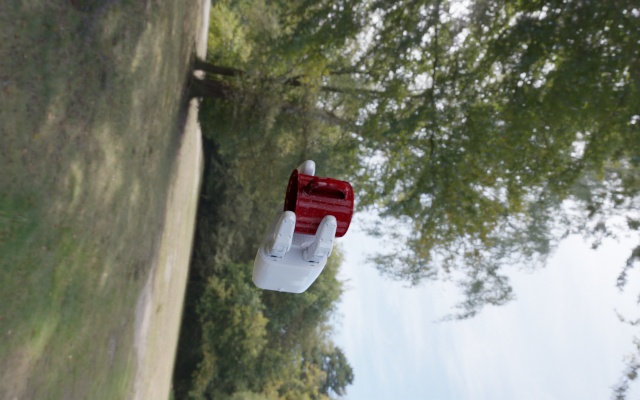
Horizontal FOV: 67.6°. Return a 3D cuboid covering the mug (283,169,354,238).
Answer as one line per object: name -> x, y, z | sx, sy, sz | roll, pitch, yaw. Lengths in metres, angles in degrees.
mug -> 0.001, 0.001, 0.653 | 0.081, 0.093, 0.117 | 8, -32, -13
